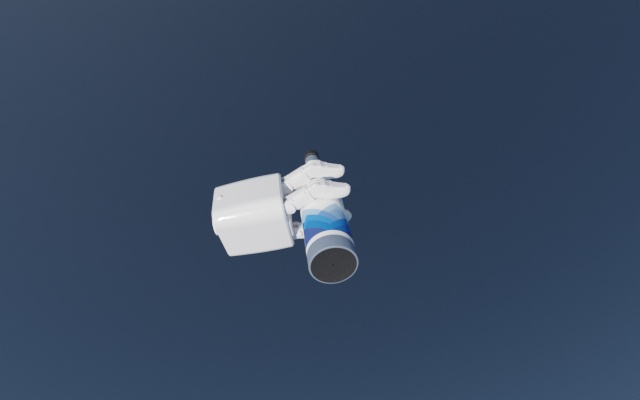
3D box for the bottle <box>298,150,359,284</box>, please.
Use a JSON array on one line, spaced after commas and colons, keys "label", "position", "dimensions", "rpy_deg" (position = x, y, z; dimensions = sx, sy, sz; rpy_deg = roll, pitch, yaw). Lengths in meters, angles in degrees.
[{"label": "bottle", "position": [0.000, 0.003, 0.745], "dimensions": [0.069, 0.069, 0.295], "rpy_deg": [0, 34, -8]}]
